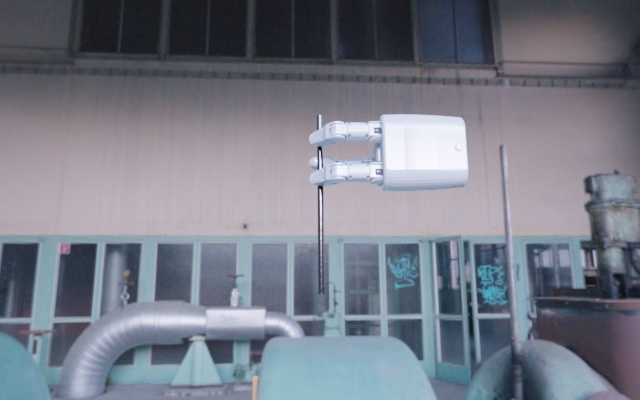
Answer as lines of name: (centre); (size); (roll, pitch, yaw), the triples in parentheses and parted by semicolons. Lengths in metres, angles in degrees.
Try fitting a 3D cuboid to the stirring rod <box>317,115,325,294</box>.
stirring rod: (0.000, 0.002, 0.633); (0.011, 0.239, 0.011); (0, -11, 0)
